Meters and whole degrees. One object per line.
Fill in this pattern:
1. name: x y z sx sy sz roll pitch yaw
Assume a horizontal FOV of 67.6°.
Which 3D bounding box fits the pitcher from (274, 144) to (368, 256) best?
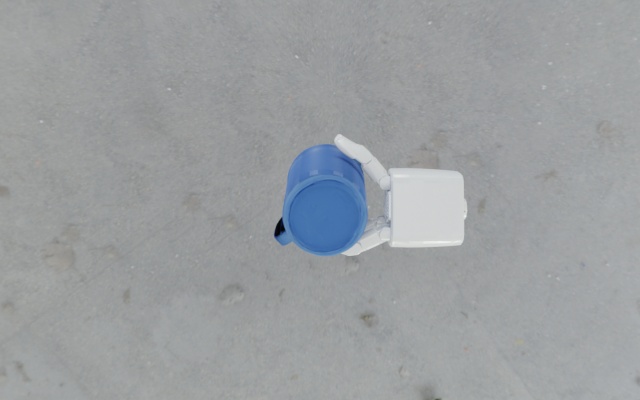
1. pitcher: 0.000 0.002 0.709 0.145 0.149 0.242 3 13 1
